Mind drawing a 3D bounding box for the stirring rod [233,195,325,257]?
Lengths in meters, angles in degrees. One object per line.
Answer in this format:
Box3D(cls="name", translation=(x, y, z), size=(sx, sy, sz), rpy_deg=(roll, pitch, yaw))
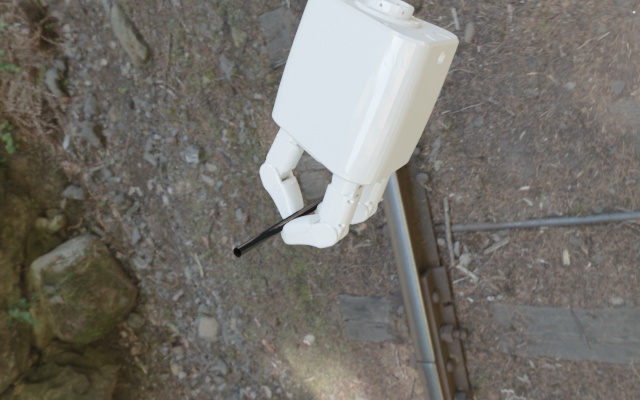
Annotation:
Box3D(cls="stirring rod", translation=(0.000, 0.001, 0.454), size=(0.011, 0.011, 0.239), rpy_deg=(0, 18, 33))
